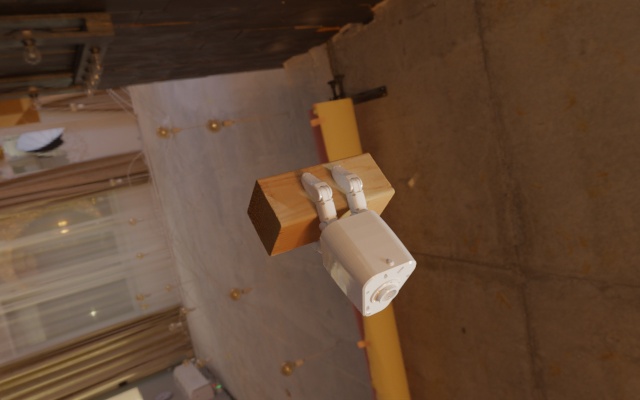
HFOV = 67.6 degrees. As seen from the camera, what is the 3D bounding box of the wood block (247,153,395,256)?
[{"bbox_3d":[0.000,0.003,0.760,0.206,0.090,0.091,-16,-29,-29],"label":"wood block"}]
